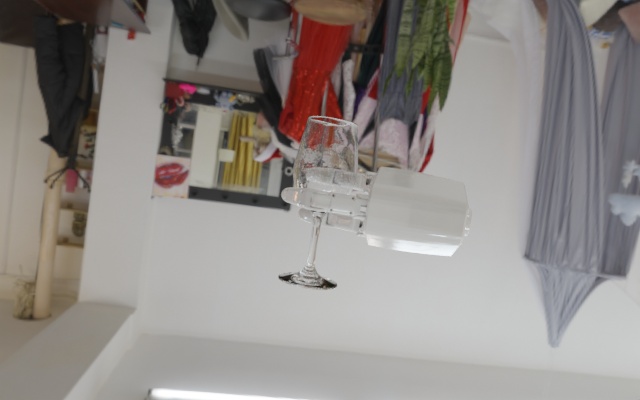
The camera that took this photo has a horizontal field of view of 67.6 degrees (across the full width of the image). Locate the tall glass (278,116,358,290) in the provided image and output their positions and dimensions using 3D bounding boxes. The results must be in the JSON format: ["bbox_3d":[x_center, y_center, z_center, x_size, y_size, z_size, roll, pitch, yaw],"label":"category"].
[{"bbox_3d":[0.000,0.003,0.584,0.079,0.201,0.079,9,3,0],"label":"tall glass"}]
